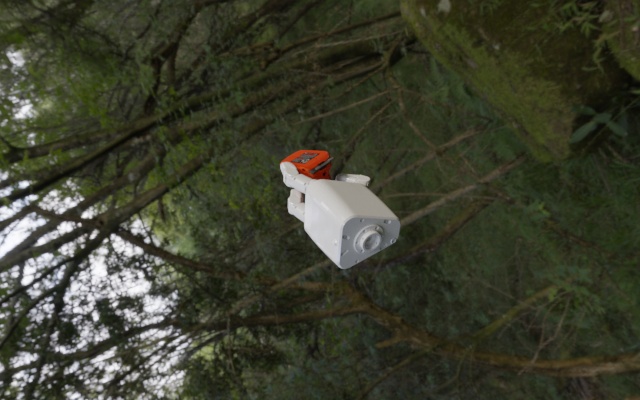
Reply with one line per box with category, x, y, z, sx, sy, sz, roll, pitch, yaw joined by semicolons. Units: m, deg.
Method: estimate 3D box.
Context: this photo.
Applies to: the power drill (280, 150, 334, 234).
power drill;0.000;0.002;0.852;0.057;0.188;0.184;-37;23;-24
